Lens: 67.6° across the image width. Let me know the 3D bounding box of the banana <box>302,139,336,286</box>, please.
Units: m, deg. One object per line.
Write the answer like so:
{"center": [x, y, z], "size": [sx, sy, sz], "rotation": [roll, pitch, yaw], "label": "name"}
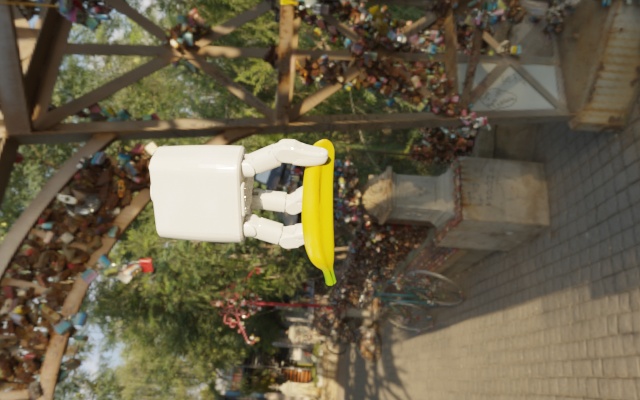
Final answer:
{"center": [-0.001, -0.004, 0.567], "size": [0.037, 0.197, 0.070], "rotation": [-2, -27, 5], "label": "banana"}
